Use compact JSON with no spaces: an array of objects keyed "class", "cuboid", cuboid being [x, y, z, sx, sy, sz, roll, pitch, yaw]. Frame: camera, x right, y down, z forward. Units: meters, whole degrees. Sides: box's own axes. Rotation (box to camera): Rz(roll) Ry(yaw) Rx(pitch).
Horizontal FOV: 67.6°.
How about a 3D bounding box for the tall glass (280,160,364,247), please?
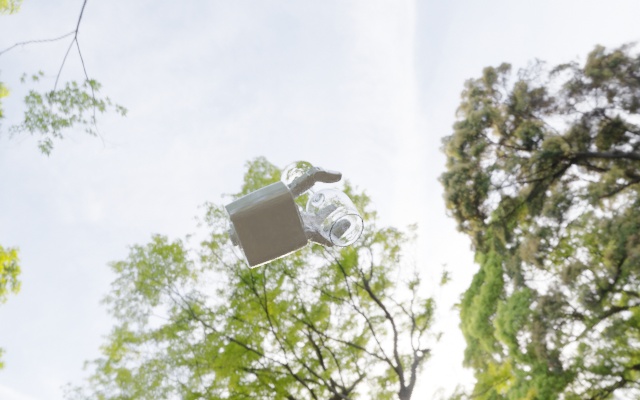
[{"class":"tall glass","cuboid":[0.000,0.002,0.827,0.079,0.079,0.201,0,27,-28]}]
